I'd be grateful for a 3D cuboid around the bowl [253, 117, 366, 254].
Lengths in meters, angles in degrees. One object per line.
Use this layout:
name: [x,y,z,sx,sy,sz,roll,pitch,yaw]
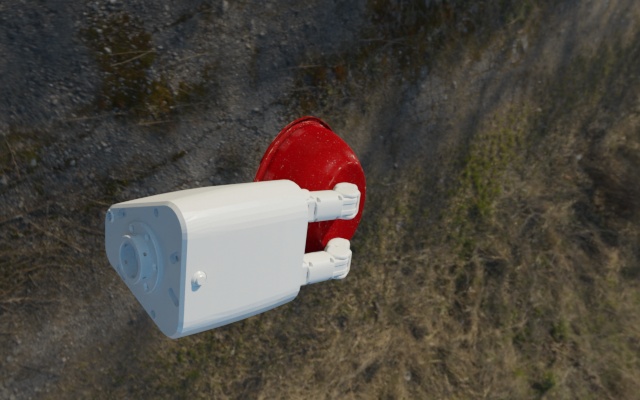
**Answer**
bowl: [0.001,0.001,0.474,0.055,0.162,0.162,15,7,29]
